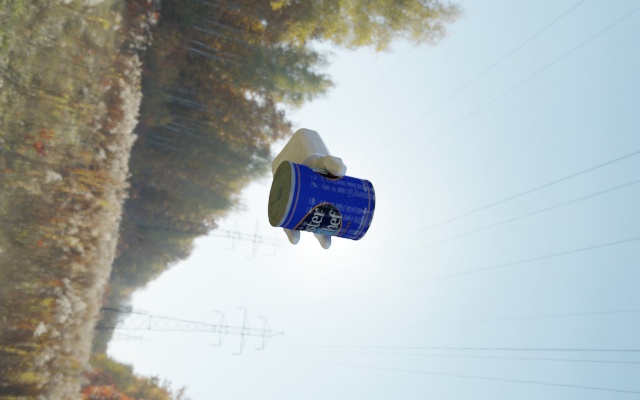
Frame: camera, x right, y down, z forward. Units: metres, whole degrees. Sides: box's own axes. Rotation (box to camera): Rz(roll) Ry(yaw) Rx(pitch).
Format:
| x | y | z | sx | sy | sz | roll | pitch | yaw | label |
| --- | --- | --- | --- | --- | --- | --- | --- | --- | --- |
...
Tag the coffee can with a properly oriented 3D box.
| x | y | z | sx | sy | sz | roll | pitch | yaw | label |
| --- | --- | --- | --- | --- | --- | --- | --- | --- | --- |
| 0.000 | 0.002 | 0.742 | 0.140 | 0.103 | 0.103 | 12 | -4 | -22 | coffee can |
